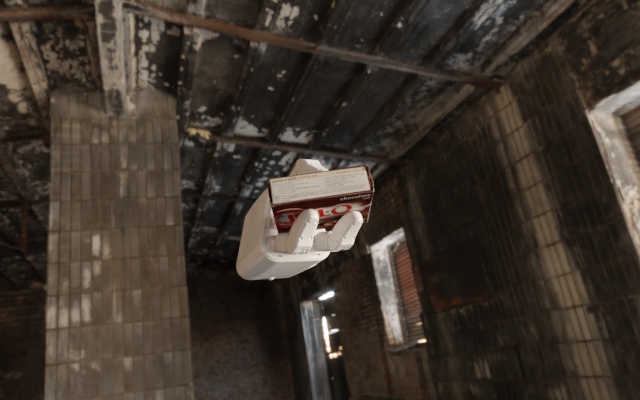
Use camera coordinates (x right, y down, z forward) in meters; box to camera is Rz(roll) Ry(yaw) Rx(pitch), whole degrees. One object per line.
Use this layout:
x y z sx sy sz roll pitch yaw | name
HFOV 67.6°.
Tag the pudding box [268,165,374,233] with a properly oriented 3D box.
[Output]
0.000 0.002 0.545 0.113 0.039 0.090 -10 -23 -4 | pudding box
